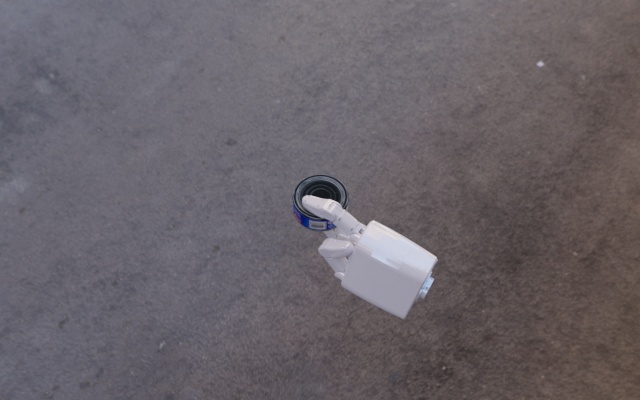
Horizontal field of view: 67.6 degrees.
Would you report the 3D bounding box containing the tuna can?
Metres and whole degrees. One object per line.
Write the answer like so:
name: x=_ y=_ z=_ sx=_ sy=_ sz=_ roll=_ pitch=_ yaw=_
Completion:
tuna can: x=0.000 y=0.002 z=0.722 sx=0.086 sy=0.086 sz=0.034 roll=0 pitch=-35 yaw=0
